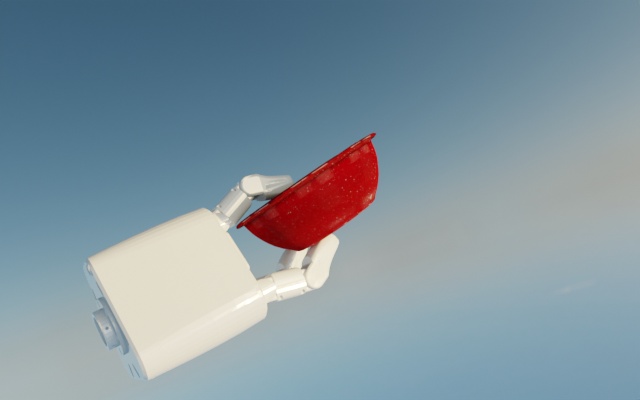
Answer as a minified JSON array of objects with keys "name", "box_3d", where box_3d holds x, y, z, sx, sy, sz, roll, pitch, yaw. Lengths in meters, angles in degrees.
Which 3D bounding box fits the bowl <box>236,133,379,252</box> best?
[{"name":"bowl","box_3d":[0.001,0.001,0.465,0.162,0.055,0.162,-35,2,1]}]
